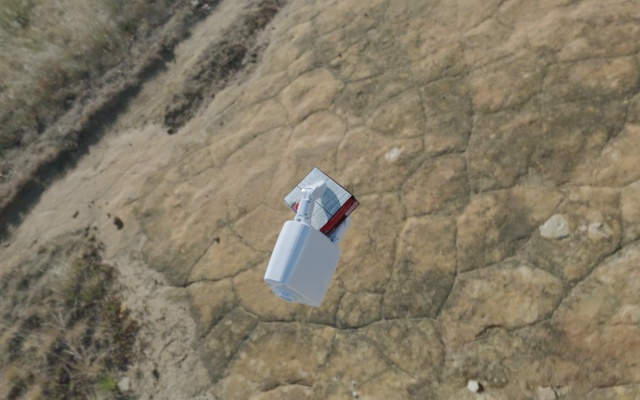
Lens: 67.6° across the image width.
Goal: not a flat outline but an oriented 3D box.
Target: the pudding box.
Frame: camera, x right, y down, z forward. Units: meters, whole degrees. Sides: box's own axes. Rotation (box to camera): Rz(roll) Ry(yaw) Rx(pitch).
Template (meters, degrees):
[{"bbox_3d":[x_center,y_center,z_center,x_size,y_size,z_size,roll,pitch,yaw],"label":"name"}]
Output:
[{"bbox_3d":[0.000,0.003,0.849,0.113,0.090,0.039,41,-6,37],"label":"pudding box"}]
